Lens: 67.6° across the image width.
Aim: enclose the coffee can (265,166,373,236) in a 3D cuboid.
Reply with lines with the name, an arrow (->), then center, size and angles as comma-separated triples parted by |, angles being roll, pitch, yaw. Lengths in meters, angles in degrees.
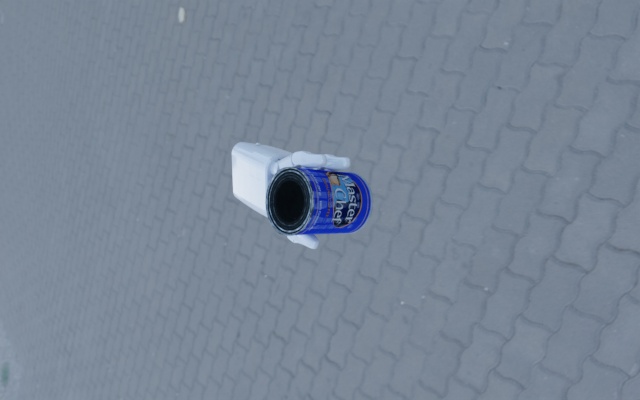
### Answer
coffee can -> 0.000, 0.003, 0.746 | 0.103, 0.103, 0.140 | 0, -1, 43
